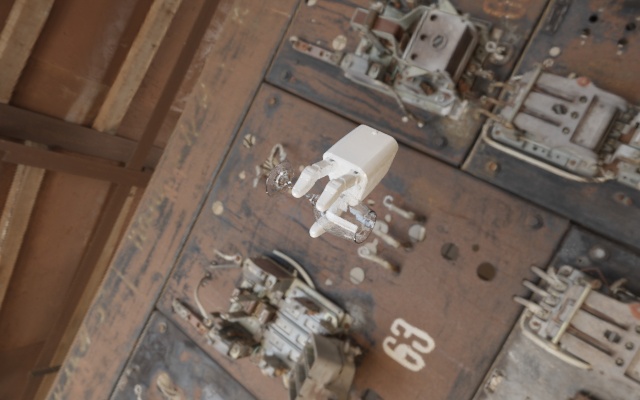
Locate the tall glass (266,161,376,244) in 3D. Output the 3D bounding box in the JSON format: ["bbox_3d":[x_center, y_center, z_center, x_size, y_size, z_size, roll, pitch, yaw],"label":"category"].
[{"bbox_3d":[0.000,0.003,0.845,0.201,0.079,0.079,30,15,29],"label":"tall glass"}]
